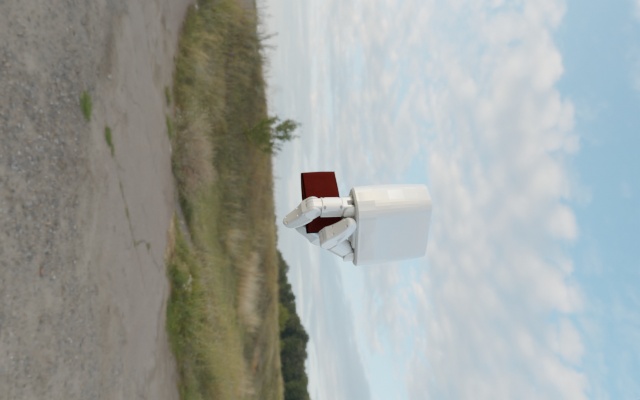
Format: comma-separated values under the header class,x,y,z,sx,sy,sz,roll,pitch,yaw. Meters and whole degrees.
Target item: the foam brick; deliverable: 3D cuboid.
class,x,y,z,sx,sy,sz,roll,pitch,yaw
foam brick,0.000,0.002,0.701,0.051,0.078,0.053,-5,-39,-5
